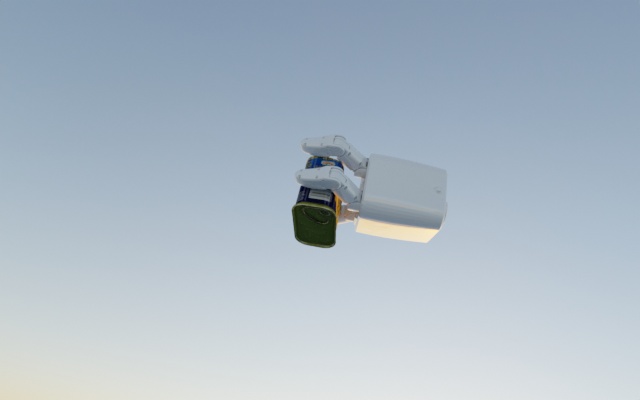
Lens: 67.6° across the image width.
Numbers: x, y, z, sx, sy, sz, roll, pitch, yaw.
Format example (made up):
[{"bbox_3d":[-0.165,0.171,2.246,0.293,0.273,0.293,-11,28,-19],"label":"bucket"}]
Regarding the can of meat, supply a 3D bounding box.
[{"bbox_3d":[0.000,0.002,0.642,0.057,0.084,0.102,9,-33,7],"label":"can of meat"}]
